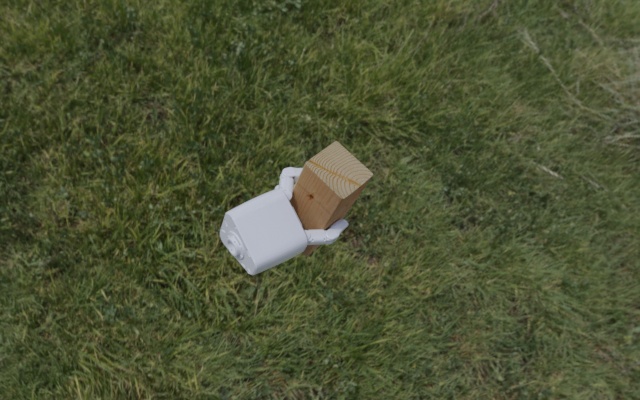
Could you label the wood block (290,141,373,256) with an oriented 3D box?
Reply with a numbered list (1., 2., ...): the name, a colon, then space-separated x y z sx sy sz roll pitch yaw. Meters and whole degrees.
1. wood block: 0.000 0.003 0.874 0.090 0.091 0.206 -38 -13 -36
